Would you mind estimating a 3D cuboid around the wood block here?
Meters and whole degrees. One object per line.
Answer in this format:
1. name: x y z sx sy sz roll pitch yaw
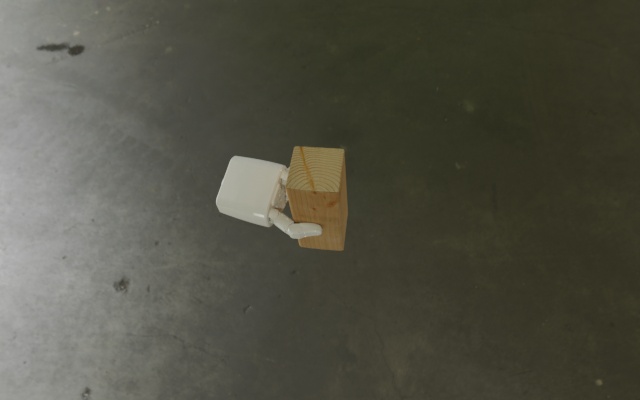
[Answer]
1. wood block: 0.000 0.003 0.874 0.090 0.090 0.206 5 -32 8
